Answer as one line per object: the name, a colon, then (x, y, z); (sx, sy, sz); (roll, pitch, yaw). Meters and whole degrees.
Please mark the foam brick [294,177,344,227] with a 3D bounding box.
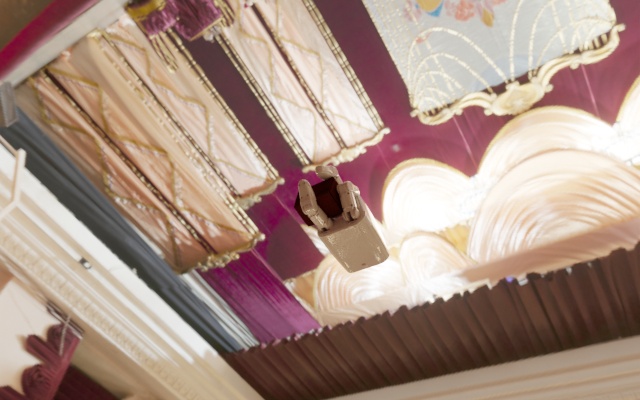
foam brick: (0.000, 0.003, 0.862); (0.078, 0.051, 0.053); (-22, 28, 25)
